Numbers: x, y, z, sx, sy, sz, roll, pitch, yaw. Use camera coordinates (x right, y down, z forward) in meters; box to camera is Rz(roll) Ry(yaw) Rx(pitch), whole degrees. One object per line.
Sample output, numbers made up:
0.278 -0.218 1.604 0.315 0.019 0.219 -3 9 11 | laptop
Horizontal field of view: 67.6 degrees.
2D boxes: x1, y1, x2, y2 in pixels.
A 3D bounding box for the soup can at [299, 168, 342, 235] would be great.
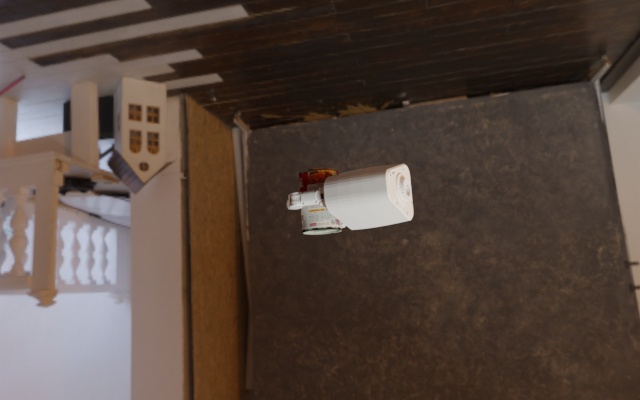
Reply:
0.000 0.003 0.799 0.068 0.102 0.068 -4 -10 -1 | soup can
